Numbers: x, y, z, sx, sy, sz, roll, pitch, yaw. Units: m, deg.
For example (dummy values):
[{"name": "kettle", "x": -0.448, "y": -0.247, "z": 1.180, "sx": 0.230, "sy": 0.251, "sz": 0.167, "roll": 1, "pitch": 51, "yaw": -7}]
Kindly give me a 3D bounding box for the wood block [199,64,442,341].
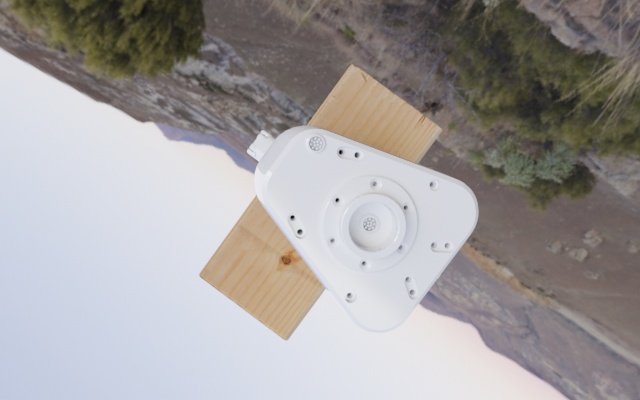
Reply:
[{"name": "wood block", "x": 0.000, "y": 0.001, "z": 0.415, "sx": 0.091, "sy": 0.206, "sz": 0.090, "roll": 37, "pitch": 1, "yaw": 0}]
